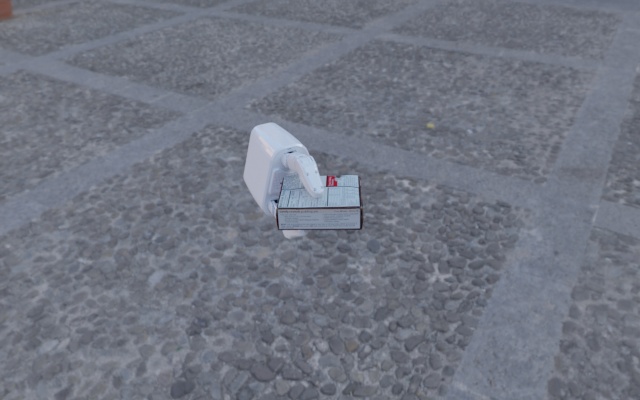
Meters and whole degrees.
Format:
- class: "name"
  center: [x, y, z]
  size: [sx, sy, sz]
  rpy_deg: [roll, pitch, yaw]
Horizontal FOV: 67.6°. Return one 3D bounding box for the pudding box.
- class: "pudding box"
  center: [0.000, 0.002, 0.642]
  size: [0.113, 0.039, 0.090]
  rpy_deg: [-2, 31, 4]
